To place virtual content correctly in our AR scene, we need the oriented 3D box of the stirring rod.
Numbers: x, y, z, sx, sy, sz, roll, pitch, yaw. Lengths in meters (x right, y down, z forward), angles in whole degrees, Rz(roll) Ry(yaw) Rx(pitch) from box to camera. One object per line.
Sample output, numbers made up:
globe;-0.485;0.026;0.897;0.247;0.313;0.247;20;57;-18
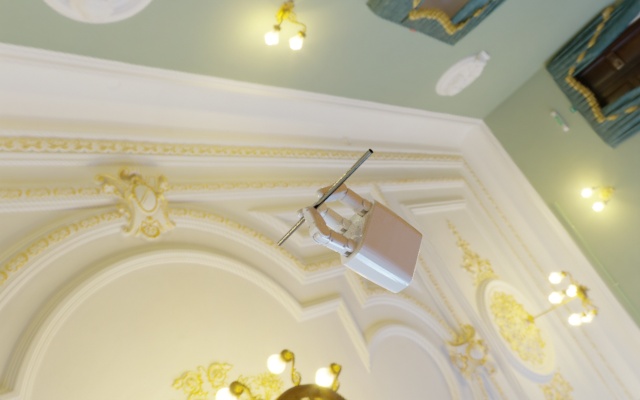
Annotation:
stirring rod;0.000;0.002;0.714;0.011;0.011;0.240;0;-35;-44
